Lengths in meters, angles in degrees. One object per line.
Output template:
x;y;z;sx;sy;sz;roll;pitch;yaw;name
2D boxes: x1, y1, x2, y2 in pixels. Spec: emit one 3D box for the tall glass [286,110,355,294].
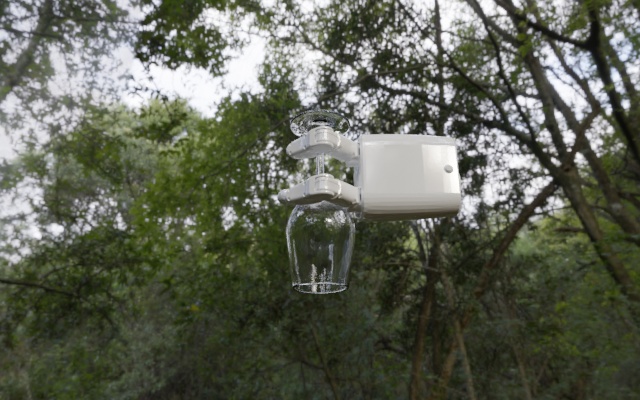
0.000;0.001;0.549;0.079;0.201;0.079;0;-20;0;tall glass
